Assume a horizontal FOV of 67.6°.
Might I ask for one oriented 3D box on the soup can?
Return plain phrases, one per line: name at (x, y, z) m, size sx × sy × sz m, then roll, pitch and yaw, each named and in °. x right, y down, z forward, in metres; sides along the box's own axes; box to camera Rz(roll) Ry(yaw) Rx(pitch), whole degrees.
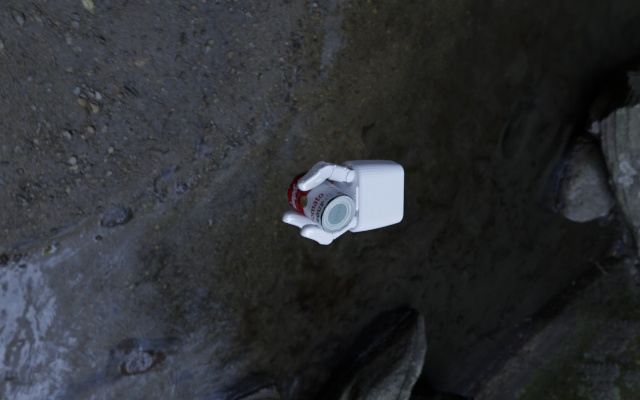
soup can at (0.000, 0.003, 0.765) m, size 0.068 × 0.068 × 0.102 m, roll 0°, pitch 23°, yaw -38°
